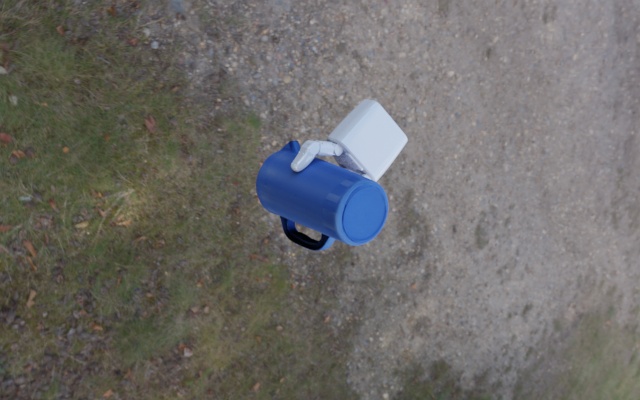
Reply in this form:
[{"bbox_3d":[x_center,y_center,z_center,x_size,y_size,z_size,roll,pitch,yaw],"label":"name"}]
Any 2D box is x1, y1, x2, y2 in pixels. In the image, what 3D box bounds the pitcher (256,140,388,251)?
[{"bbox_3d":[0.000,0.003,0.834,0.242,0.145,0.149,24,-22,52],"label":"pitcher"}]
